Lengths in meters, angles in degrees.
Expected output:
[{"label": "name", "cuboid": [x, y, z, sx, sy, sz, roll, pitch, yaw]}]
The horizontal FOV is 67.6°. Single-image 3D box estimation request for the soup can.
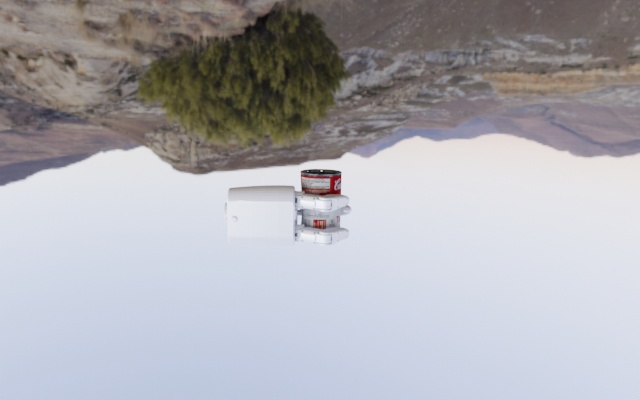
[{"label": "soup can", "cuboid": [0.001, 0.003, 0.787, 0.068, 0.102, 0.068, 1, 11, 0]}]
